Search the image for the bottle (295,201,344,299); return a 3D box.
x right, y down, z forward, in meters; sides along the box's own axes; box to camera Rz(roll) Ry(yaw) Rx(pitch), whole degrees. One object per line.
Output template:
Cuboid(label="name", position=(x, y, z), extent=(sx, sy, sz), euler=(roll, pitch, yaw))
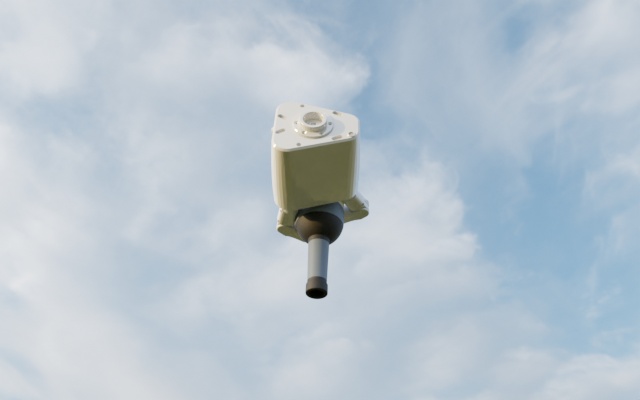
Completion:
Cuboid(label="bottle", position=(0.000, 0.002, 0.675), extent=(0.069, 0.295, 0.069), euler=(1, -41, 1))
